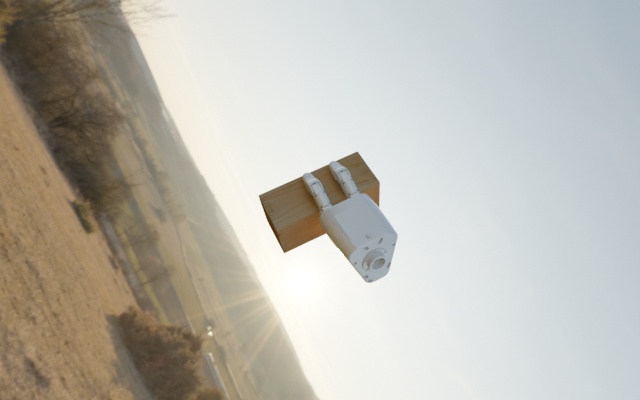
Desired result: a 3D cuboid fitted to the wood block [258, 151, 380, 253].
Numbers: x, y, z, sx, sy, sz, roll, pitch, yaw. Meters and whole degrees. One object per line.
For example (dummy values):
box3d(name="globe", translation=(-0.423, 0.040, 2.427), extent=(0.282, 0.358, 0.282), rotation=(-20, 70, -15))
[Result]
box3d(name="wood block", translation=(0.000, 0.003, 0.899), extent=(0.206, 0.090, 0.091), rotation=(-24, -34, -11))
